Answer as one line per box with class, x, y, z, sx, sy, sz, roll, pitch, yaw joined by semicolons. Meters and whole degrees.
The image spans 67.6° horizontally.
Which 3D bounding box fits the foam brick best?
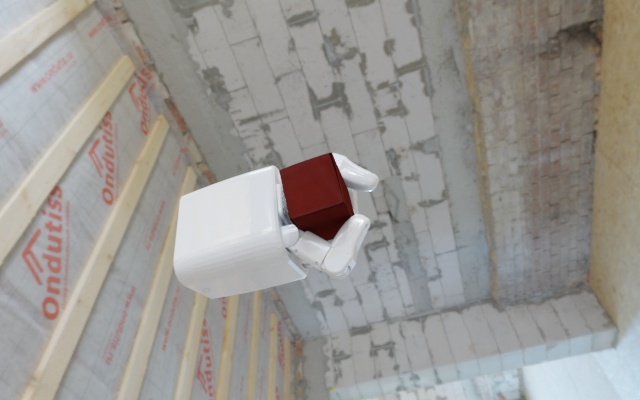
foam brick;0.000;0.001;0.446;0.051;0.053;0.078;-17;-26;7
